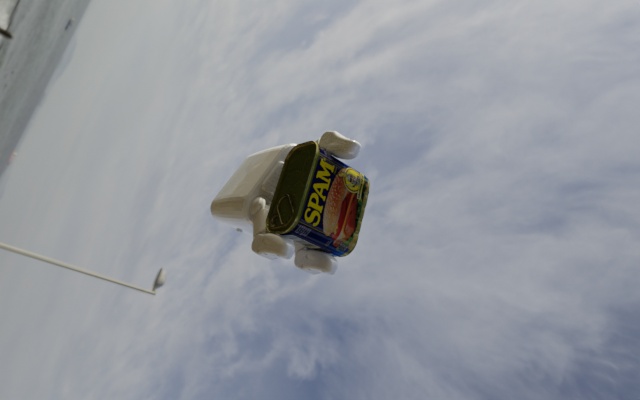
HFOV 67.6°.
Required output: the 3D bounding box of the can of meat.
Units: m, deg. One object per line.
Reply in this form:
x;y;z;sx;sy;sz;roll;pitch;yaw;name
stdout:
0.000;0.002;0.508;0.084;0.102;0.057;27;-21;-33;can of meat
